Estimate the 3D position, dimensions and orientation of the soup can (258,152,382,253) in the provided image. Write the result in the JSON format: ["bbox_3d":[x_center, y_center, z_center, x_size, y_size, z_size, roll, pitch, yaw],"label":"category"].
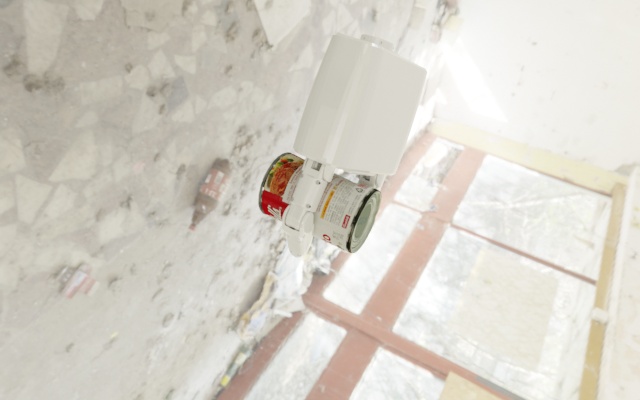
[{"bbox_3d":[0.000,0.002,0.468,0.102,0.068,0.068,23,8,20],"label":"soup can"}]
